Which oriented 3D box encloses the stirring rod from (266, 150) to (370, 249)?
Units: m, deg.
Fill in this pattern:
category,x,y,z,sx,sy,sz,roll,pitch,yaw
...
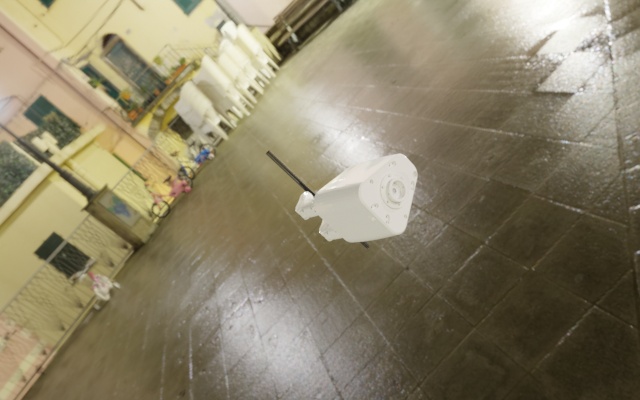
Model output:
category,x,y,z,sx,sy,sz,roll,pitch,yaw
stirring rod,0.000,0.003,0.783,0.239,0.011,0.011,43,-18,-20
